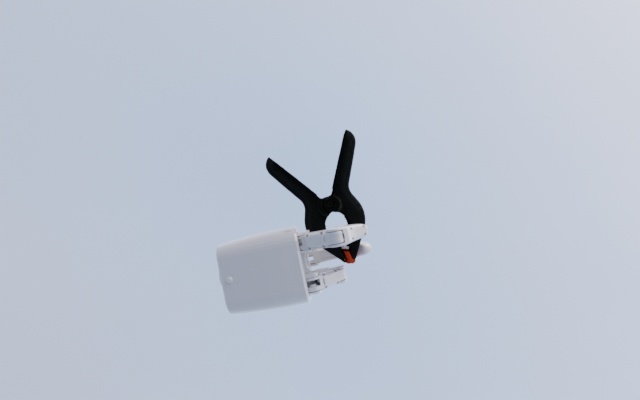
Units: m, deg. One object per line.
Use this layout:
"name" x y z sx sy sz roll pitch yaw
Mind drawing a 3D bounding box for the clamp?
"clamp" 0.000 0.002 0.622 0.120 0.171 0.039 -11 0 3
